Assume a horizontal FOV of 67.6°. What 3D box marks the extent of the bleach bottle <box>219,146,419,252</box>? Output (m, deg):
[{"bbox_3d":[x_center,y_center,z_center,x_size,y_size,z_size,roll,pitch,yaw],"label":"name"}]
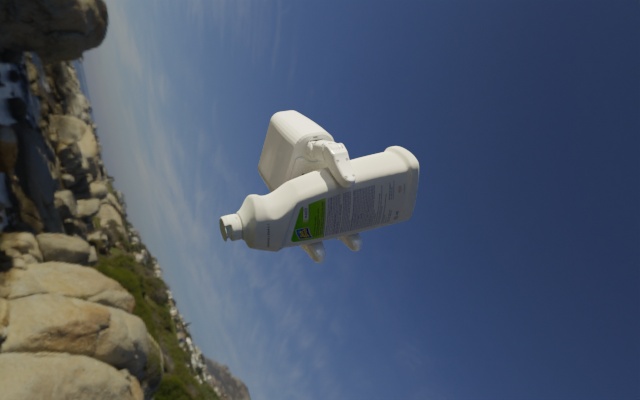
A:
[{"bbox_3d":[0.000,0.002,0.595,0.251,0.103,0.068,-12,31,-23],"label":"bleach bottle"}]
